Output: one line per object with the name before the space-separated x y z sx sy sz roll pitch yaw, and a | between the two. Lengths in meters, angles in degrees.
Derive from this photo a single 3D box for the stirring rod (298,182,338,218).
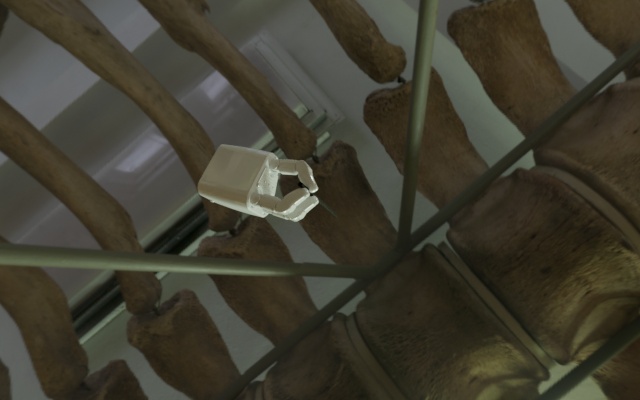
stirring rod | 0.000 0.003 0.884 0.011 0.011 0.239 0 -14 16
